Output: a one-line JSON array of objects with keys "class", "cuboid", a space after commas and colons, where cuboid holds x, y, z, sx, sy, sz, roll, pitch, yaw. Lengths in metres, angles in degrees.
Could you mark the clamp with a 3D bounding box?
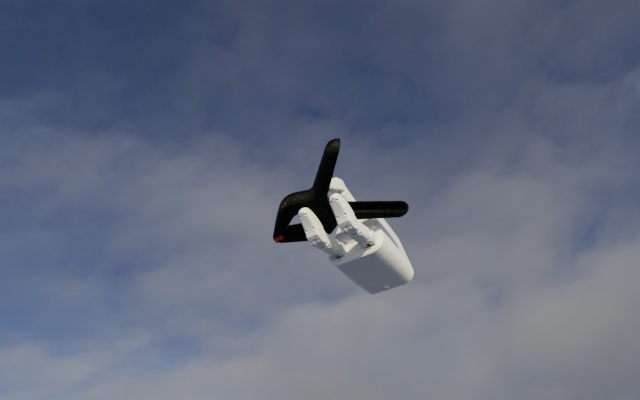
[{"class": "clamp", "cuboid": [0.000, 0.002, 0.704, 0.210, 0.036, 0.165, -25, -54, 27]}]
